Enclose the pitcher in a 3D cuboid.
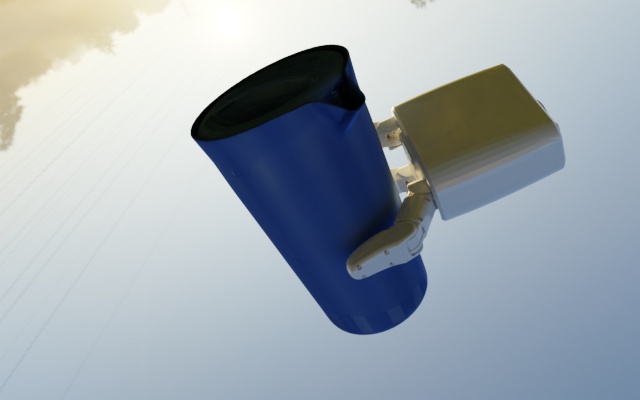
[{"bbox_3d":[0.000,0.001,0.423,0.145,0.243,0.149,-24,31,7],"label":"pitcher"}]
